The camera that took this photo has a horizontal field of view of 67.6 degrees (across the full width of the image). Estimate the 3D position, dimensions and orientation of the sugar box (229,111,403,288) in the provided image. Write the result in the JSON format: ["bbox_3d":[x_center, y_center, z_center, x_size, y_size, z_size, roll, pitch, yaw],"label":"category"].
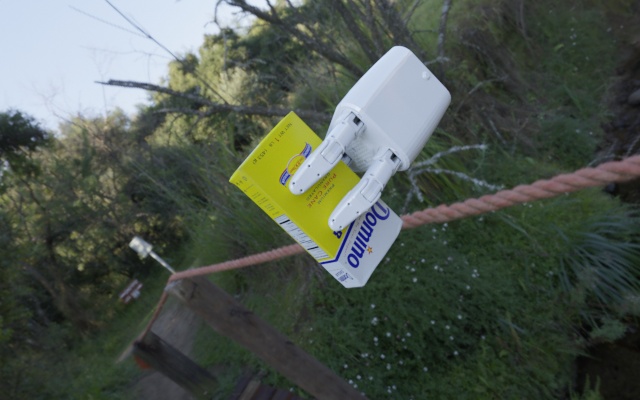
[{"bbox_3d":[0.000,0.001,0.506,0.176,0.093,0.048,42,-26,-10],"label":"sugar box"}]
